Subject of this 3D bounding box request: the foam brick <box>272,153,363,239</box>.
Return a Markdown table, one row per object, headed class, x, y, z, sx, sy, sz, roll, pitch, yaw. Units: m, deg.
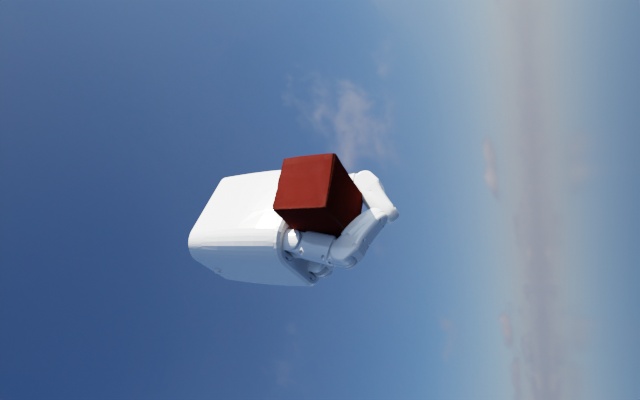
| class | x | y | z | sx | sy | sz | roll | pitch | yaw |
| --- | --- | --- | --- | --- | --- | --- | --- | --- | --- |
| foam brick | 0.000 | 0.001 | 0.426 | 0.051 | 0.053 | 0.078 | -1 | -28 | 25 |
